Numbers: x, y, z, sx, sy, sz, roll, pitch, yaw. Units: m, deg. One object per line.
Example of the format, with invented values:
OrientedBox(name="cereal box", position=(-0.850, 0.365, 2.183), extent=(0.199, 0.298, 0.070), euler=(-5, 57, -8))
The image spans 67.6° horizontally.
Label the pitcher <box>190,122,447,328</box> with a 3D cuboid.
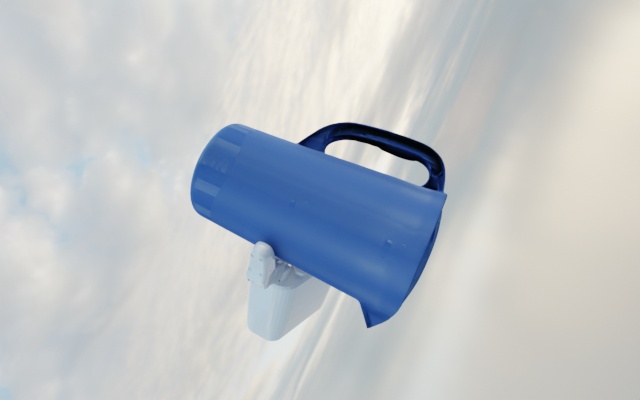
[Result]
OrientedBox(name="pitcher", position=(0.000, 0.002, 0.490), extent=(0.243, 0.145, 0.149), euler=(24, 40, 12))
